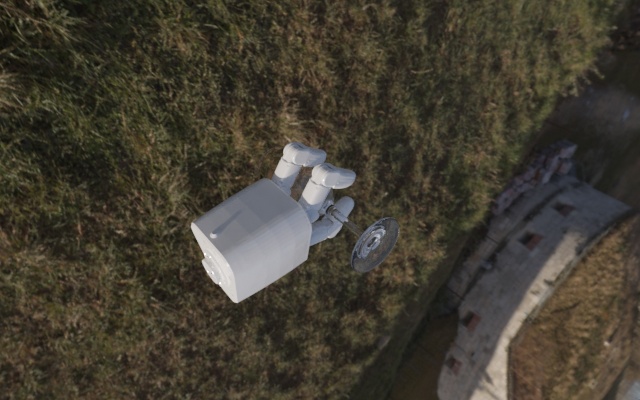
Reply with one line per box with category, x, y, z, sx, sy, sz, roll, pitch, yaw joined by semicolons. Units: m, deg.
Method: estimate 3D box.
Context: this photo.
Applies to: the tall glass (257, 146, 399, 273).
tall glass;0.001;0.002;0.597;0.079;0.079;0.201;0;30;-46
